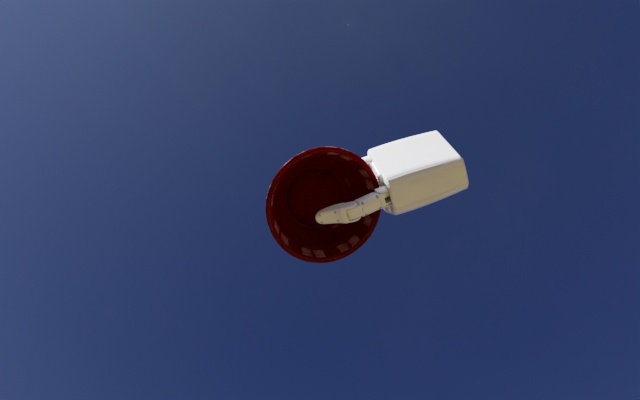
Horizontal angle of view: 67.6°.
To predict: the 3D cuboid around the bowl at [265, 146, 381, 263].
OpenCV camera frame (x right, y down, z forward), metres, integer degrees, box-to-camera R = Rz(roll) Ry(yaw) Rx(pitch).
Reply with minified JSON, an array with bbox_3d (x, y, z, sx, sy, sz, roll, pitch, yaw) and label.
[{"bbox_3d":[-0.001,0.002,0.663,0.162,0.162,0.055,0,14,-16],"label":"bowl"}]
